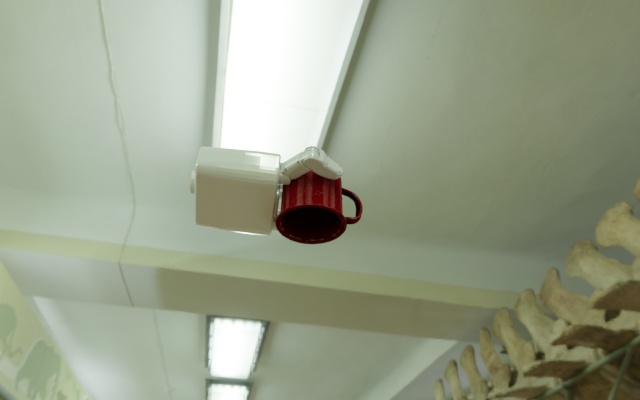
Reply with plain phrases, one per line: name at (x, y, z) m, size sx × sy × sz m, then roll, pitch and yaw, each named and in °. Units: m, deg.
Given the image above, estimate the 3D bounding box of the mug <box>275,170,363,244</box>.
mug at (0.002, 0.002, 0.646) m, size 0.117 × 0.081 × 0.093 m, roll 7°, pitch -37°, yaw -8°
